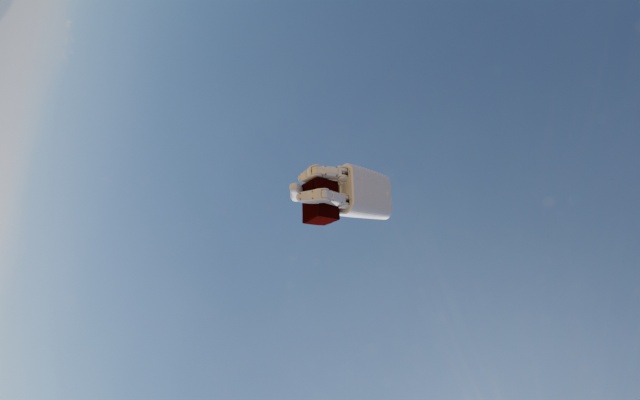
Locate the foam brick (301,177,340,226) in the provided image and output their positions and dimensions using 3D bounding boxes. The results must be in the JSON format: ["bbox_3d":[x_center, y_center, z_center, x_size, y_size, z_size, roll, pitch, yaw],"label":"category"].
[{"bbox_3d":[0.000,0.003,0.891,0.051,0.078,0.053,12,-23,-35],"label":"foam brick"}]
